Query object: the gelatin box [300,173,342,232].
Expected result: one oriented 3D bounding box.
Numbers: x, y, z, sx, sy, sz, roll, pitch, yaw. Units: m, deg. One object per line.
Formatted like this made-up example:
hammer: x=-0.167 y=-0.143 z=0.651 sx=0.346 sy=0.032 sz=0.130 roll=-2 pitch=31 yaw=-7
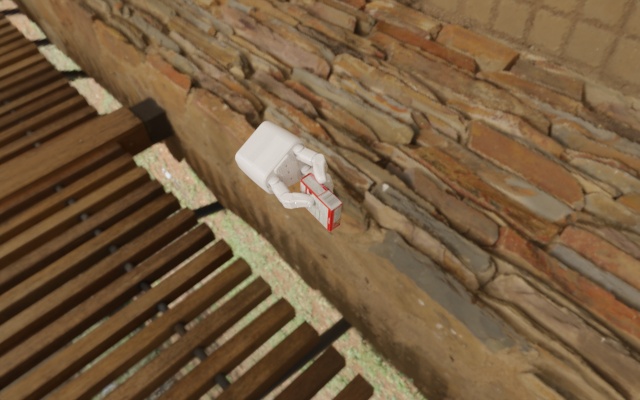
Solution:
gelatin box: x=0.000 y=0.003 z=0.865 sx=0.030 sy=0.089 sz=0.073 roll=-34 pitch=-27 yaw=-22
